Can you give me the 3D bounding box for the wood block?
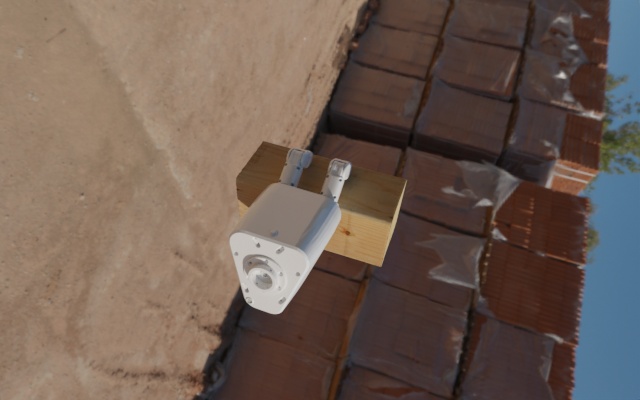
[{"bbox_3d":[0.000,0.003,0.650,0.206,0.091,0.090,17,47,12],"label":"wood block"}]
